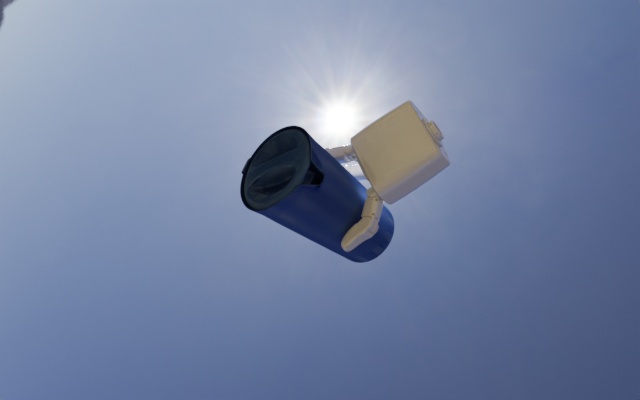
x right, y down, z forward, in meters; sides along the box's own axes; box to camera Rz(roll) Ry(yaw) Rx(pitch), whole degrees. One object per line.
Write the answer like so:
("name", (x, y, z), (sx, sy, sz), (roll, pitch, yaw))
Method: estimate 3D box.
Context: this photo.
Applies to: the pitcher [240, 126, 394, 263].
("pitcher", (0.000, 0.002, 0.733), (0.145, 0.149, 0.243), (-36, -46, 21))
